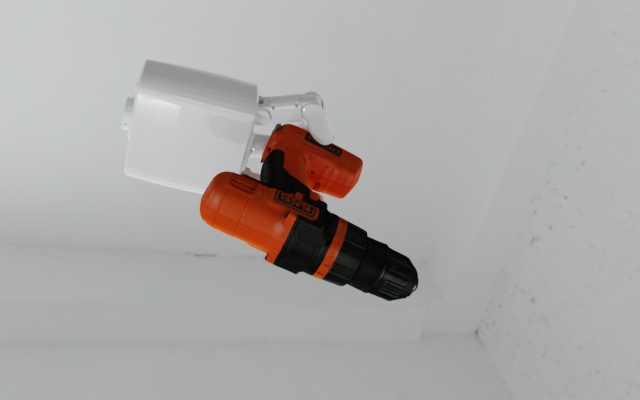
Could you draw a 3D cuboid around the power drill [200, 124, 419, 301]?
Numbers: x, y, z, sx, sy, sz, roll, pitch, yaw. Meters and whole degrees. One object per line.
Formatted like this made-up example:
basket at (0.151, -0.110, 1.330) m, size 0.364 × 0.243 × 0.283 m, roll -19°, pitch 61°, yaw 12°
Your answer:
power drill at (0.000, 0.001, 0.439) m, size 0.184 × 0.057 × 0.187 m, roll 26°, pitch 24°, yaw -8°
